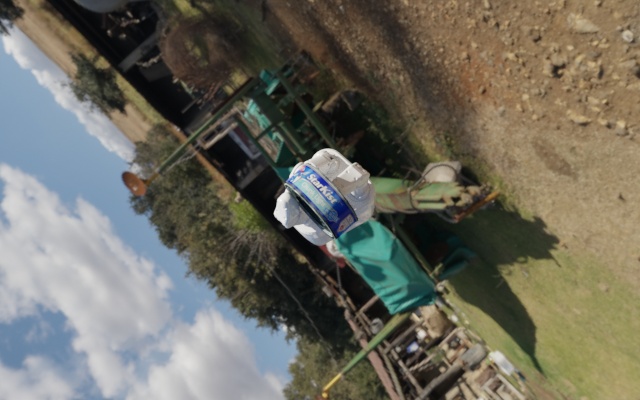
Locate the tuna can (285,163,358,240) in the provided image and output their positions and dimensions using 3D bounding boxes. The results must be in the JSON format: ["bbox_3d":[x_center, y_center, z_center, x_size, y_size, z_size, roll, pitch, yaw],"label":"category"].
[{"bbox_3d":[0.000,0.002,0.523,0.034,0.086,0.086,-42,7,-8],"label":"tuna can"}]
